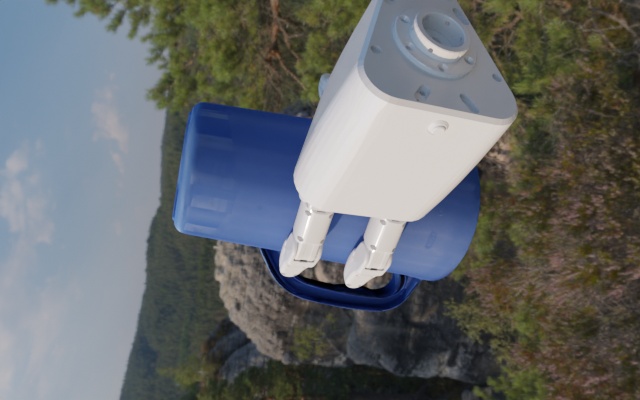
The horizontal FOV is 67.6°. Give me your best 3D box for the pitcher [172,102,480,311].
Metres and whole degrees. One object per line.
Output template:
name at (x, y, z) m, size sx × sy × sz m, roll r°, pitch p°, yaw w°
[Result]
pitcher at (0.000, 0.001, 0.420) m, size 0.243 × 0.149 × 0.145 m, roll 9°, pitch -31°, yaw -16°
